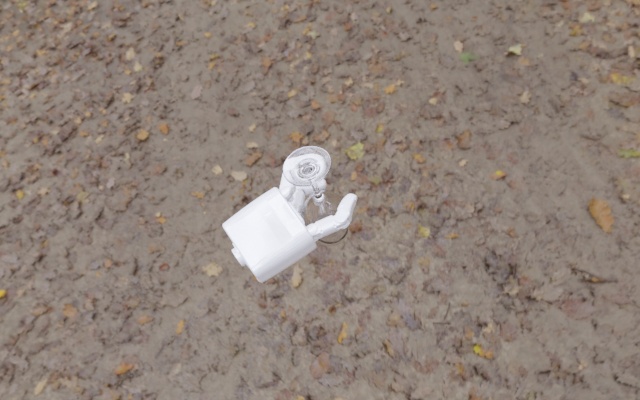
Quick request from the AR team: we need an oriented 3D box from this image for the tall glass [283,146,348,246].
[{"bbox_3d":[0.000,0.002,0.787,0.079,0.079,0.201,0,-33,15],"label":"tall glass"}]
